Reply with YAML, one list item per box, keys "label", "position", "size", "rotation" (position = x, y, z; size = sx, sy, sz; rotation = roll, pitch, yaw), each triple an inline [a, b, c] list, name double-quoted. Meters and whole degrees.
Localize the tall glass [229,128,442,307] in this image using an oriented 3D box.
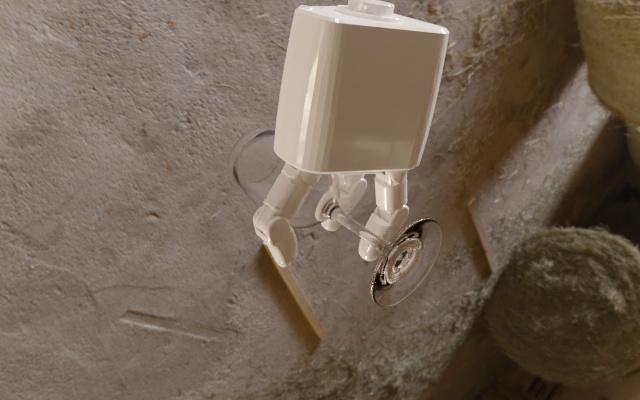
- label: "tall glass"
  position: [0.000, 0.002, 0.406]
  size: [0.079, 0.079, 0.201]
  rotation: [0, 26, -46]
